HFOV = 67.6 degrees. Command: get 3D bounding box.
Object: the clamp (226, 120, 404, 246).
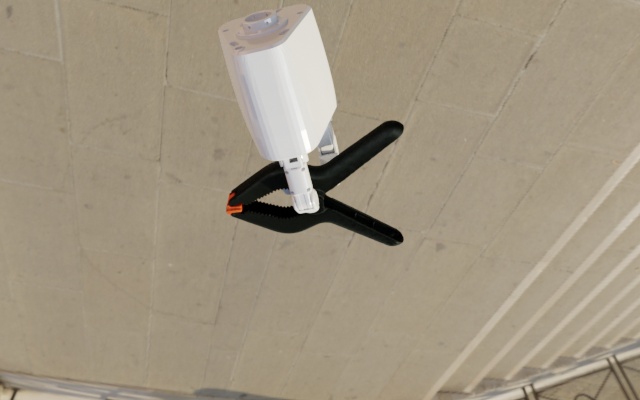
[{"bbox_3d":[0.000,0.002,0.548,0.210,0.165,0.036,-11,34,6],"label":"clamp"}]
